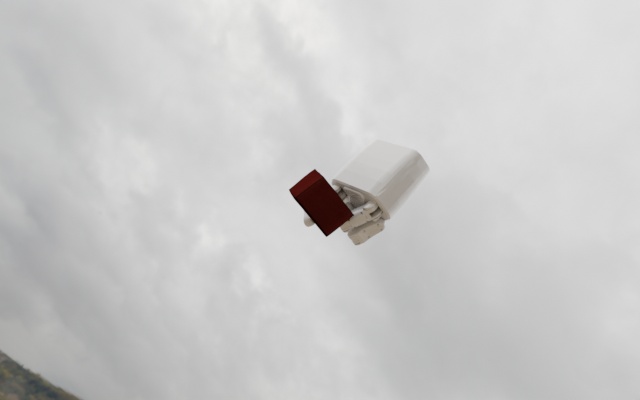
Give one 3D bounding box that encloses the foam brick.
[{"bbox_3d":[0.000,0.002,0.686,0.051,0.078,0.053,-39,22,0],"label":"foam brick"}]
